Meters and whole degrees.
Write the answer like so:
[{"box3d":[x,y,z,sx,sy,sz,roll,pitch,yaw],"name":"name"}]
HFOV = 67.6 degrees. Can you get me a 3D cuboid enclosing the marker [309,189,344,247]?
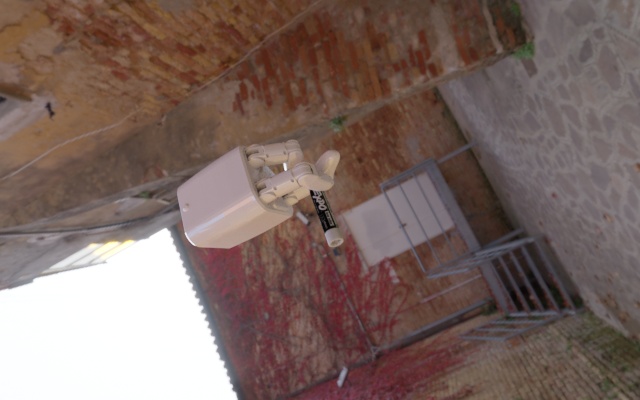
[{"box3d":[0.000,0.002,0.588,0.020,0.121,0.020,-15,-32,-10],"name":"marker"}]
